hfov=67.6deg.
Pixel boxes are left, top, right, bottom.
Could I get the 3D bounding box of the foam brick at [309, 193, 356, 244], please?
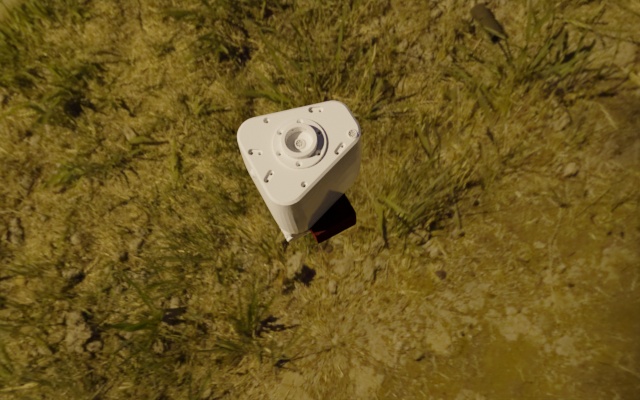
[{"bbox_3d":[0.000,0.002,0.549,0.053,0.078,0.051,-30,-14,-5],"label":"foam brick"}]
